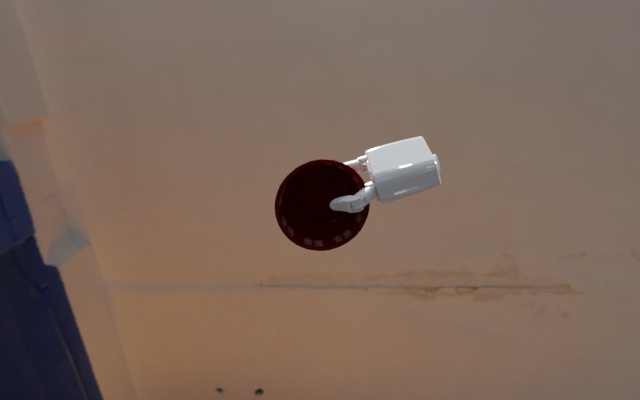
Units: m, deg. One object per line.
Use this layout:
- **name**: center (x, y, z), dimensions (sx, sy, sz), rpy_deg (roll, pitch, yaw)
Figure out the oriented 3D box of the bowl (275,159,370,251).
- **bowl**: center (-0.001, 0.003, 0.822), dimensions (0.162, 0.162, 0.055), rpy_deg (0, 17, -10)
